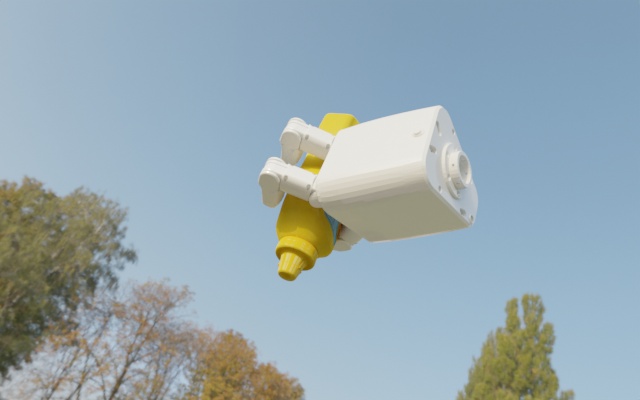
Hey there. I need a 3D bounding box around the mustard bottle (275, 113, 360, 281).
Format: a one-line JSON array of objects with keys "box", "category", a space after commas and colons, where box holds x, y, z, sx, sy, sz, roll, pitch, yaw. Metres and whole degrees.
[{"box": [0.000, 0.001, 0.504, 0.058, 0.191, 0.096, 8, -40, 19], "category": "mustard bottle"}]
